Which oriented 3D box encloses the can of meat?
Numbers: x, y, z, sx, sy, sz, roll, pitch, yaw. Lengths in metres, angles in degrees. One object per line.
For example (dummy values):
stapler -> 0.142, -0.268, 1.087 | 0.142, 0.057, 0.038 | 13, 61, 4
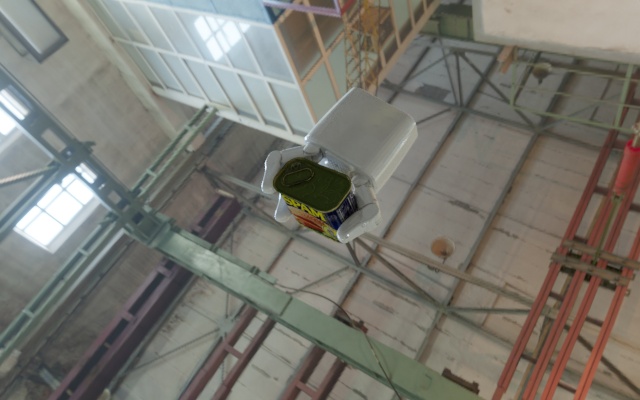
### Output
can of meat -> 0.000, 0.002, 0.606 | 0.102, 0.057, 0.084 | 24, -23, 32
